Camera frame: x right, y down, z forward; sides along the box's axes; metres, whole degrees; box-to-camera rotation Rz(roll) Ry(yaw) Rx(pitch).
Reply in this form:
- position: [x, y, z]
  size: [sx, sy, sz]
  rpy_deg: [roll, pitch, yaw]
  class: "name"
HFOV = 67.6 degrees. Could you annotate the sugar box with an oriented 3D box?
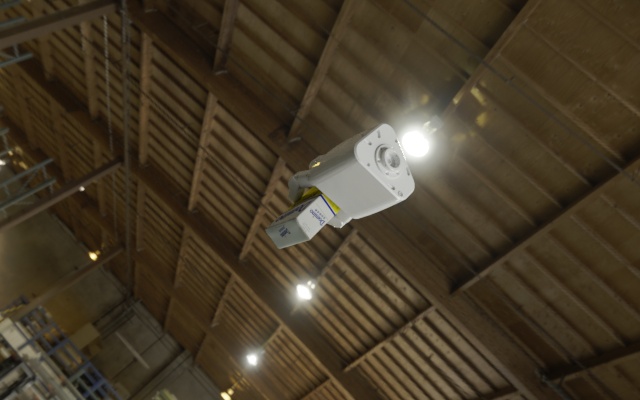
- position: [0.000, 0.002, 0.761]
  size: [0.176, 0.048, 0.093]
  rpy_deg: [-40, 11, -37]
  class: "sugar box"
